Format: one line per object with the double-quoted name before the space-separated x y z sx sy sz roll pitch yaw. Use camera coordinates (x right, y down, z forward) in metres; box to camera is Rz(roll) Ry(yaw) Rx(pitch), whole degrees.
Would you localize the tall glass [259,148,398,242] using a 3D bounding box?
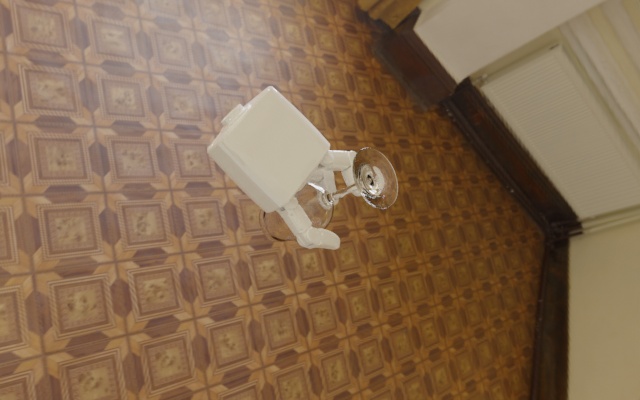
"tall glass" 0.001 0.002 0.619 0.079 0.079 0.201 0 -17 -42
